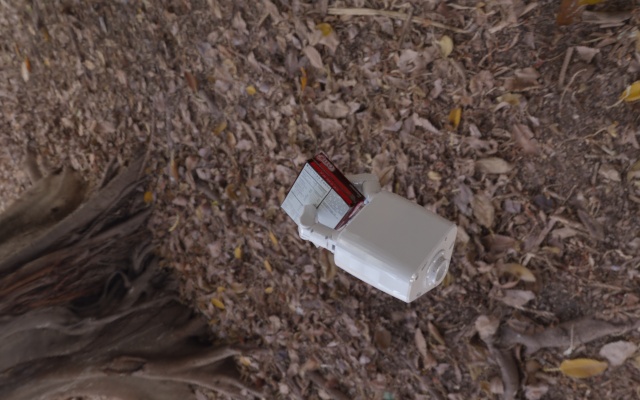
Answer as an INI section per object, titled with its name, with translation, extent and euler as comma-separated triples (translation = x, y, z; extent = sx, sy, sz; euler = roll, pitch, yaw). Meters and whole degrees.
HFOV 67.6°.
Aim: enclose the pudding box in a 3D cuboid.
[pudding box]
translation = 0.000, 0.002, 0.666
extent = 0.039, 0.090, 0.113
euler = -31, -16, -42
